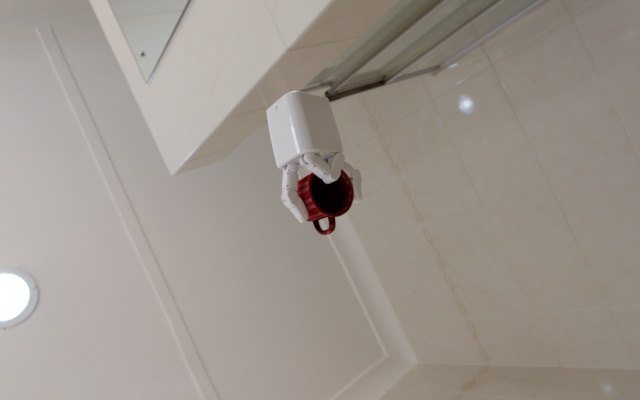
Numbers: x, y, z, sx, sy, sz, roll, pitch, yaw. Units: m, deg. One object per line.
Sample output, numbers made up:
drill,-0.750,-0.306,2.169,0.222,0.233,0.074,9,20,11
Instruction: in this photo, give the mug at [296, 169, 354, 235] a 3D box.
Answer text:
mug,0.000,0.004,0.838,0.093,0.117,0.081,-8,-9,-35
